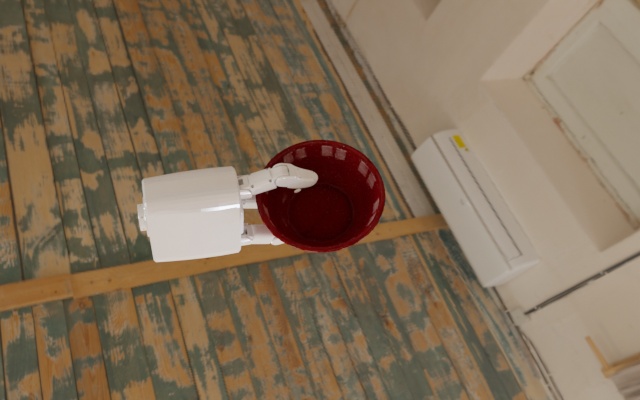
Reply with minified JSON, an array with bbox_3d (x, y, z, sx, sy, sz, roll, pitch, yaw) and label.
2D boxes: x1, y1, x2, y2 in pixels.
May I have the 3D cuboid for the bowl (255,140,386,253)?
[{"bbox_3d":[0.001,0.002,0.615,0.162,0.162,0.055,0,-29,0],"label":"bowl"}]
